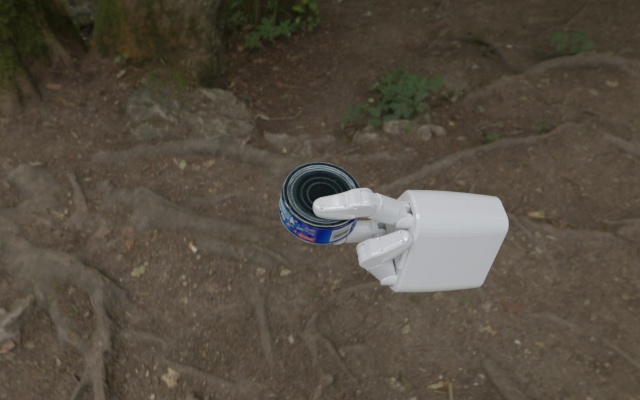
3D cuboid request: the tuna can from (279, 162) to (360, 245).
[{"bbox_3d":[0.000,0.001,0.499,0.086,0.086,0.034,0,-35,-10],"label":"tuna can"}]
